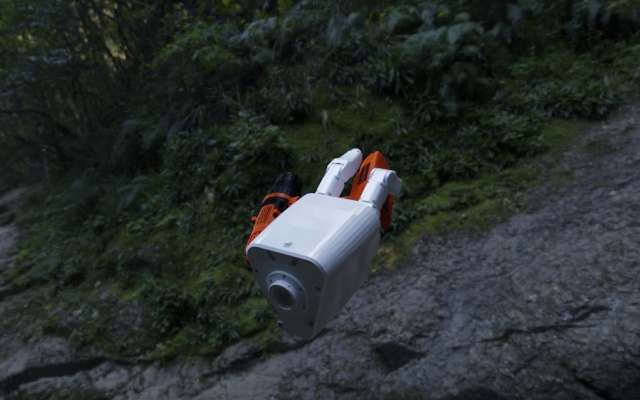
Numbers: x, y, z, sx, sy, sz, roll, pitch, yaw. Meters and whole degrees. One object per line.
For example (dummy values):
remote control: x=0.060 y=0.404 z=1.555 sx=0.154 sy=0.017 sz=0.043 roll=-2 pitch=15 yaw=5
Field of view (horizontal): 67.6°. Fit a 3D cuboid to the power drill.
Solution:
power drill: x=0.000 y=0.002 z=0.619 sx=0.188 sy=0.057 sz=0.184 roll=-20 pitch=32 yaw=26
